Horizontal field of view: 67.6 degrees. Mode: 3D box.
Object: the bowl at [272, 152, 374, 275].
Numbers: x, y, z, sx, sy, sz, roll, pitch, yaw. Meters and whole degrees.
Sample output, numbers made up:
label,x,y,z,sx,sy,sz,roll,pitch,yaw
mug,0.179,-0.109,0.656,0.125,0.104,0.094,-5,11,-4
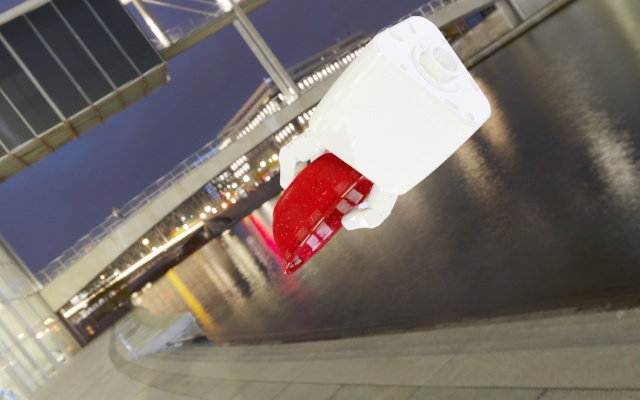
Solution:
label,x,y,z,sx,sy,sz,roll,pitch,yaw
bowl,-0.001,0.002,0.505,0.055,0.162,0.162,41,9,10
